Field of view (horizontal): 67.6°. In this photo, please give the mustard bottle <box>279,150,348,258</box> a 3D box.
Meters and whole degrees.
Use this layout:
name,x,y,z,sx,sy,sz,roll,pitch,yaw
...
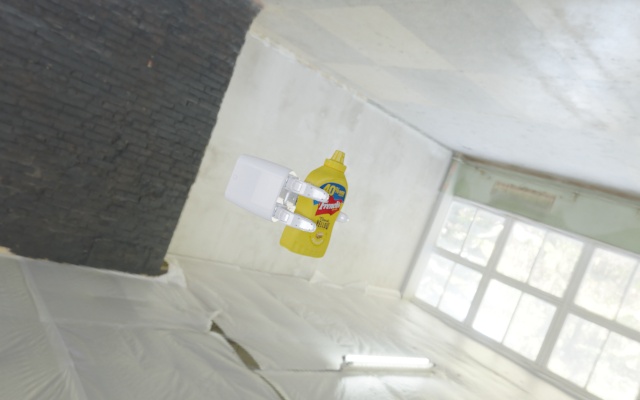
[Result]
name,x,y,z,sx,sy,sz,roll,pitch,yaw
mustard bottle,0.000,0.003,0.841,0.096,0.191,0.058,19,4,-46
